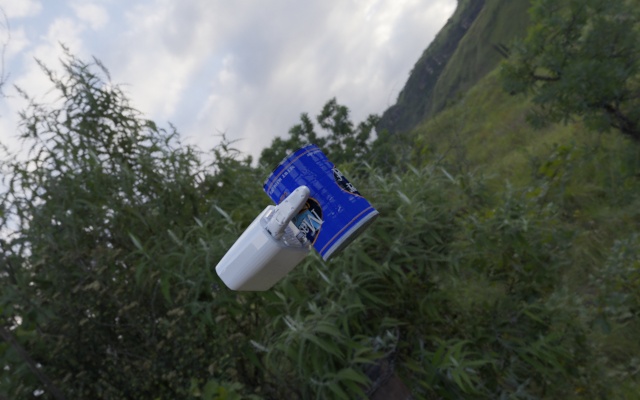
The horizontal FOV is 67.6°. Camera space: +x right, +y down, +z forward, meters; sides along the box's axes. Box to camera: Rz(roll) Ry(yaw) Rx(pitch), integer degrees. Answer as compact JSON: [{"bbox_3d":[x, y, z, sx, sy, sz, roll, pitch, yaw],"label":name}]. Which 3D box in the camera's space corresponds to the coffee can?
[{"bbox_3d":[0.000,0.002,0.690,0.103,0.140,0.103,-40,-11,-9],"label":"coffee can"}]
